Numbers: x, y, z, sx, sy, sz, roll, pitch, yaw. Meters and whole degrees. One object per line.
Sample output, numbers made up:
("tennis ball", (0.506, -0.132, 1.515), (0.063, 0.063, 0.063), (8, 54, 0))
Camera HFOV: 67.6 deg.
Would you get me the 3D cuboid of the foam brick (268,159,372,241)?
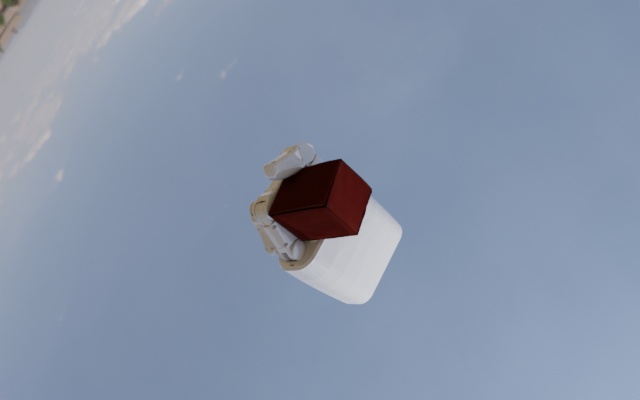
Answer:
("foam brick", (0.000, 0.001, 0.452), (0.078, 0.053, 0.051), (-10, -41, 45))
